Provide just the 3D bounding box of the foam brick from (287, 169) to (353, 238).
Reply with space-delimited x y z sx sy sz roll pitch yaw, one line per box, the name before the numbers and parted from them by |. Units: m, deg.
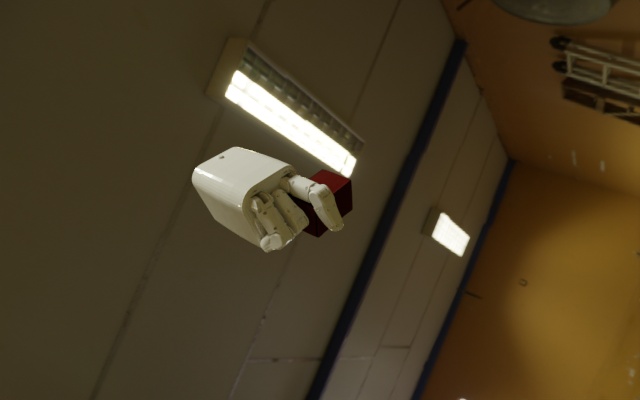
foam brick | 0.000 0.002 0.642 0.051 0.053 0.078 23 43 33
